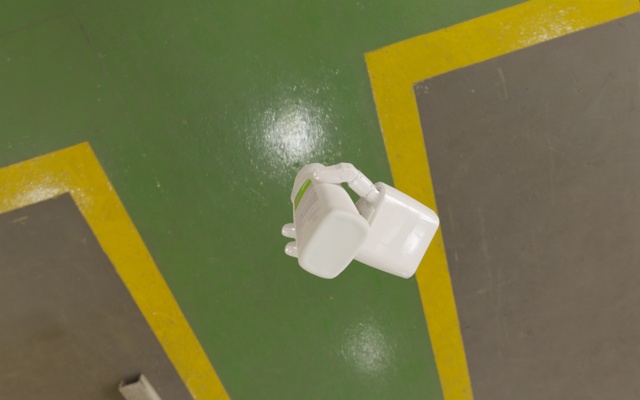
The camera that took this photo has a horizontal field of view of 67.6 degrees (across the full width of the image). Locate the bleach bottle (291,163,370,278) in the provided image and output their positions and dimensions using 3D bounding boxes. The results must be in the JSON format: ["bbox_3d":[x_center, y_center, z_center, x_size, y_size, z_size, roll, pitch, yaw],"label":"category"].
[{"bbox_3d":[0.000,0.002,0.703,0.068,0.102,0.250,27,20,-20],"label":"bleach bottle"}]
